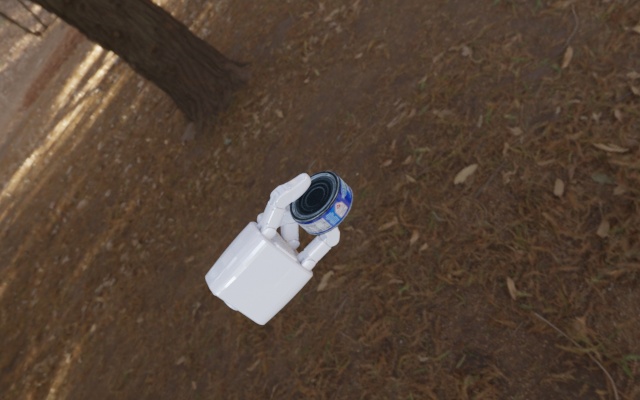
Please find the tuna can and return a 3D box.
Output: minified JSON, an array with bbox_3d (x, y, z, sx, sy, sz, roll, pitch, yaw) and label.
[{"bbox_3d":[0.000,0.002,0.649,0.086,0.086,0.034,0,-33,44],"label":"tuna can"}]
